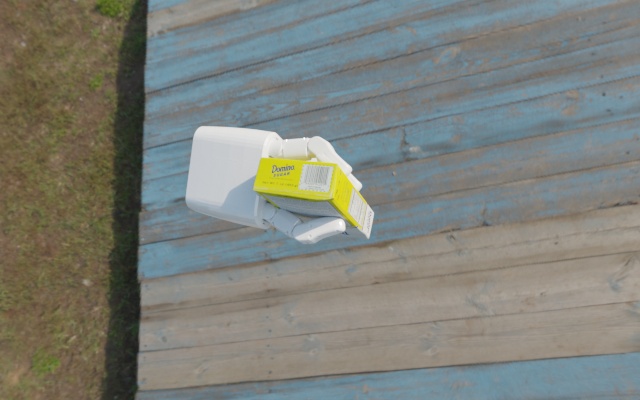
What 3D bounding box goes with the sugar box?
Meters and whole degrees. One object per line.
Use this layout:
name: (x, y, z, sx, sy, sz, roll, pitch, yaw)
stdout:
sugar box: (0.000, 0.001, 0.577, 0.093, 0.048, 0.176, 7, -13, 20)
